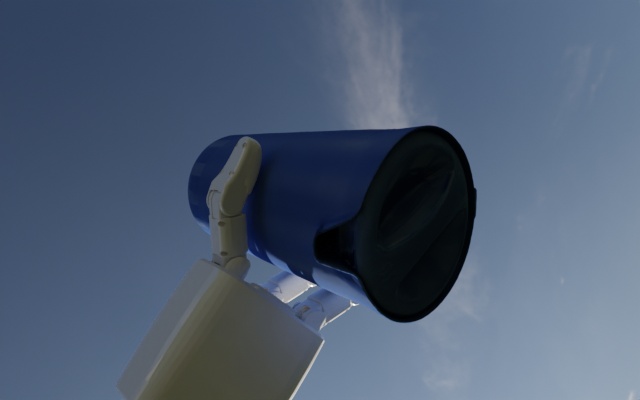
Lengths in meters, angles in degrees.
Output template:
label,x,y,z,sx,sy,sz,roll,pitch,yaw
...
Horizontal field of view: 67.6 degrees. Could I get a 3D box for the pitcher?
label,x,y,z,sx,sy,sz,roll,pitch,yaw
pitcher,0.000,0.001,0.408,0.243,0.145,0.149,11,-26,46
